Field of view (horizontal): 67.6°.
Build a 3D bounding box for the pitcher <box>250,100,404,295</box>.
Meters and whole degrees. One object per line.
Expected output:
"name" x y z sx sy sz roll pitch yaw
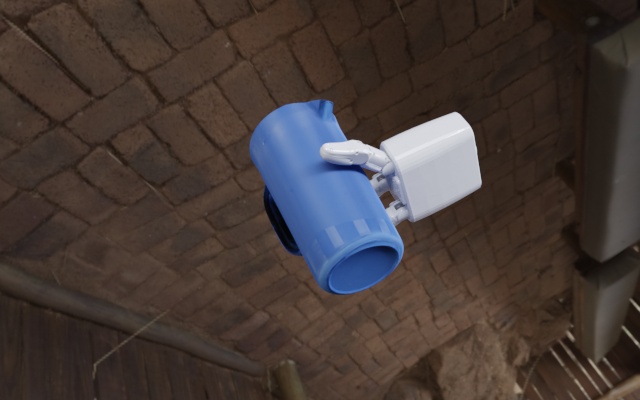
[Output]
"pitcher" 0.000 0.002 0.615 0.145 0.242 0.149 -24 -38 -4
